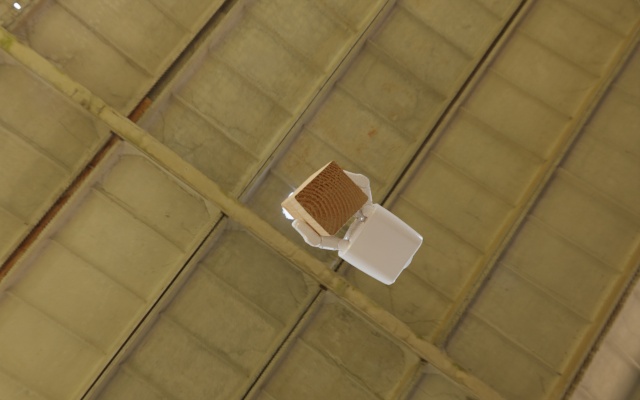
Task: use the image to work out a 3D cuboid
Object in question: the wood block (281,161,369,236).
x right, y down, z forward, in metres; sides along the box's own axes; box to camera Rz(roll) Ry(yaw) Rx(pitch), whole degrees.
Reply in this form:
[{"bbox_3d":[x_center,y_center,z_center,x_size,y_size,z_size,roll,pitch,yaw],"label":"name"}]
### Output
[{"bbox_3d":[0.000,0.003,0.857,0.091,0.090,0.206,-45,4,-10],"label":"wood block"}]
